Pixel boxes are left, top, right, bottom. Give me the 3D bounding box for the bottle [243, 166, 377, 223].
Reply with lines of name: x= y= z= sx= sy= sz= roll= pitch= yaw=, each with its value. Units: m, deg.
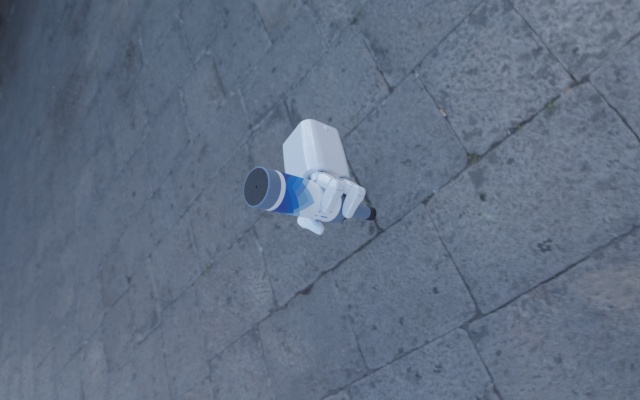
bottle: x=0.000 y=0.003 z=0.857 sx=0.069 sy=0.069 sz=0.296 roll=0 pitch=-10 yaw=45
